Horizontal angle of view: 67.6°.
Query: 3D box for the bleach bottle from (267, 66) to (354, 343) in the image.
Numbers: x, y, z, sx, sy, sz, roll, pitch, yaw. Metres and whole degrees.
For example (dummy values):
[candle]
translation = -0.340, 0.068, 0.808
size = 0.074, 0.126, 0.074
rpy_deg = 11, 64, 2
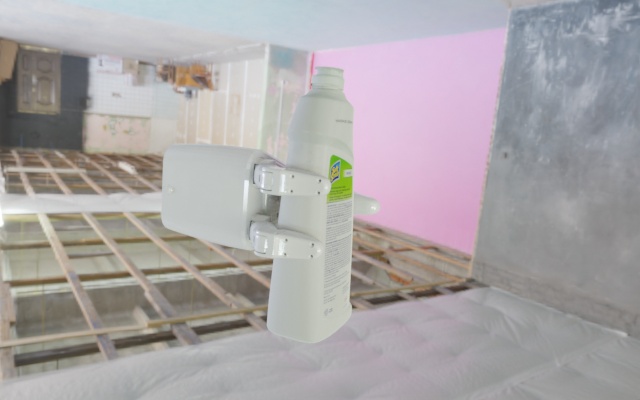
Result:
[bleach bottle]
translation = 0.000, 0.002, 0.465
size = 0.068, 0.251, 0.102
rpy_deg = 9, 9, 23
